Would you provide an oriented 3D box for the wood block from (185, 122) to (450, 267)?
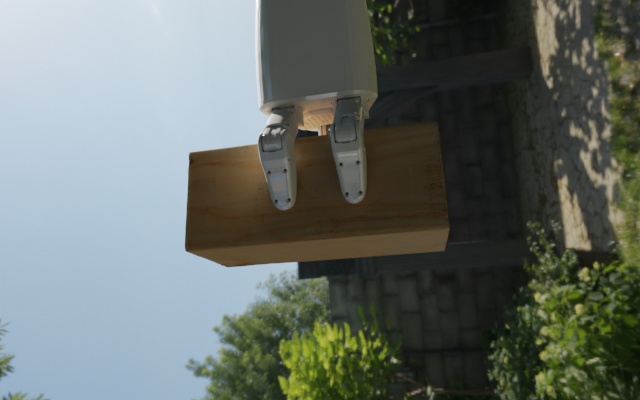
[{"bbox_3d":[0.000,0.001,0.415,0.206,0.090,0.091,-6,-17,11],"label":"wood block"}]
